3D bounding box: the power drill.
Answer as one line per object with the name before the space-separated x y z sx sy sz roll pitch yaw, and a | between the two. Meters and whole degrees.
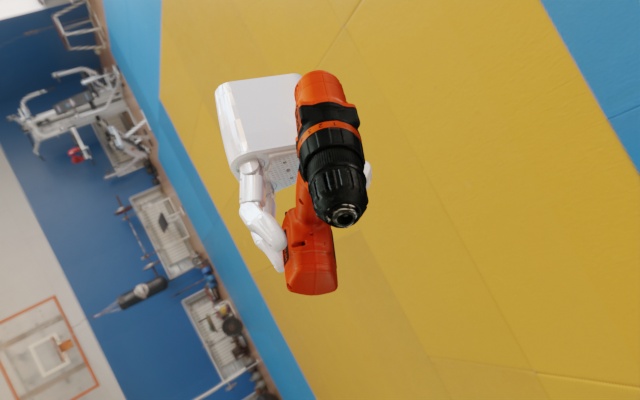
power drill | 0.000 0.002 0.436 0.057 0.188 0.184 3 42 -8
